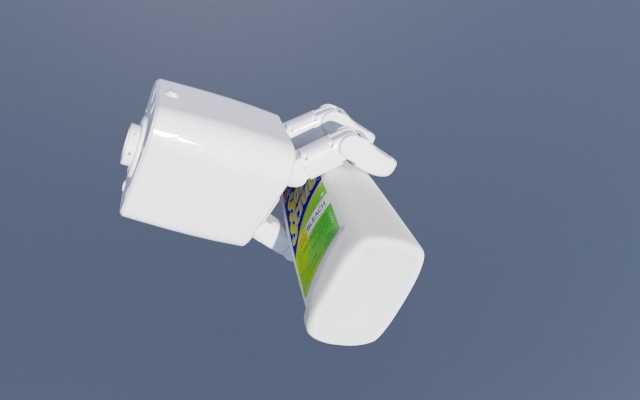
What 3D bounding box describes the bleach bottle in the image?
[{"bbox_3d":[0.000,0.001,0.432,0.068,0.103,0.250,14,26,-25],"label":"bleach bottle"}]
